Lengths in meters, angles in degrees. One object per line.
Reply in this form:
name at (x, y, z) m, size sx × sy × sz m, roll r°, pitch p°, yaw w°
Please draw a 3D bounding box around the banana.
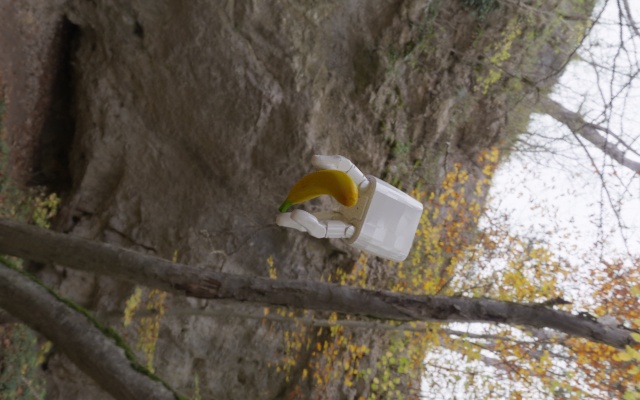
banana at (0.004, -0.014, 0.695) m, size 0.037 × 0.069 × 0.198 m, roll 27°, pitch -18°, yaw -26°
